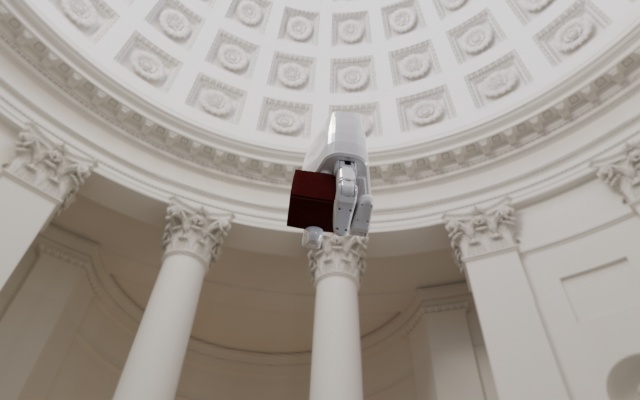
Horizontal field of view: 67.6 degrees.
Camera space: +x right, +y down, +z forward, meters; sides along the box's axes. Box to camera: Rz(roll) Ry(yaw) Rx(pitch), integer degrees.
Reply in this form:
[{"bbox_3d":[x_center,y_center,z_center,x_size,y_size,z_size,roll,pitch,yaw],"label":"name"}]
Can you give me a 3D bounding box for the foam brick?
[{"bbox_3d":[0.000,0.002,0.586,0.078,0.053,0.051,9,42,-5],"label":"foam brick"}]
